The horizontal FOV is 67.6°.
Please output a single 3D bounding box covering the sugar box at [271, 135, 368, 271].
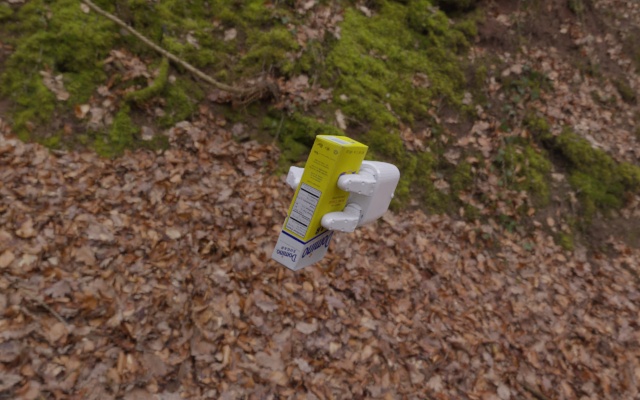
[{"bbox_3d":[0.001,0.002,0.637,0.048,0.176,0.093,25,16,22],"label":"sugar box"}]
